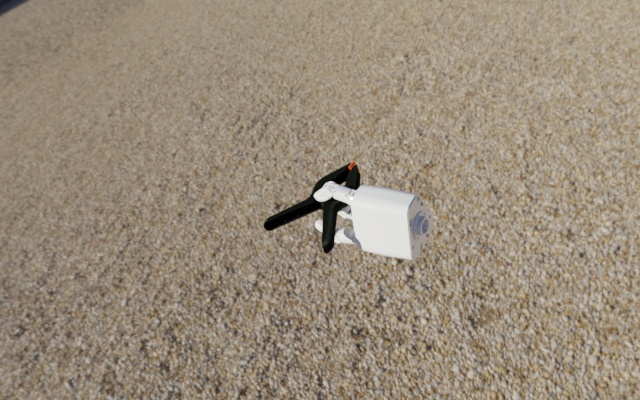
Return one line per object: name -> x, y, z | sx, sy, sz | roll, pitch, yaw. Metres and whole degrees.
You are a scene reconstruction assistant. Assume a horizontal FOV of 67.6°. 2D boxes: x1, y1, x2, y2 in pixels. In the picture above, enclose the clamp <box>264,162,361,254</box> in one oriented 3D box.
clamp -> 0.000, 0.002, 0.895 | 0.164, 0.036, 0.210 | 11, 50, 35
